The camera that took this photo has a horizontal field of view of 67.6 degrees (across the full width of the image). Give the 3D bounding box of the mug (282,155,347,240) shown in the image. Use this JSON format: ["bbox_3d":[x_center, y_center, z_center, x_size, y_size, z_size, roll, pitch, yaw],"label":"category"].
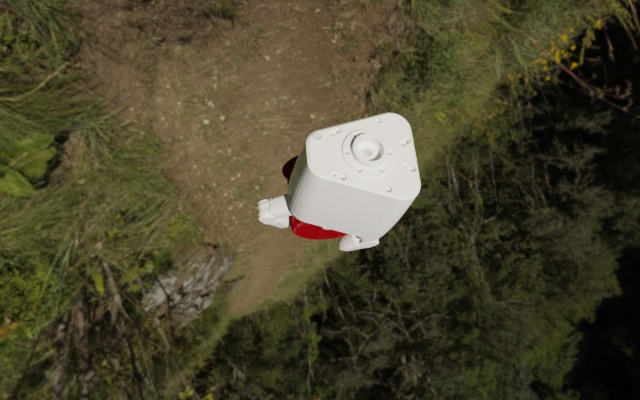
[{"bbox_3d":[0.000,0.003,0.585,0.093,0.081,0.117,0,-23,-14],"label":"mug"}]
